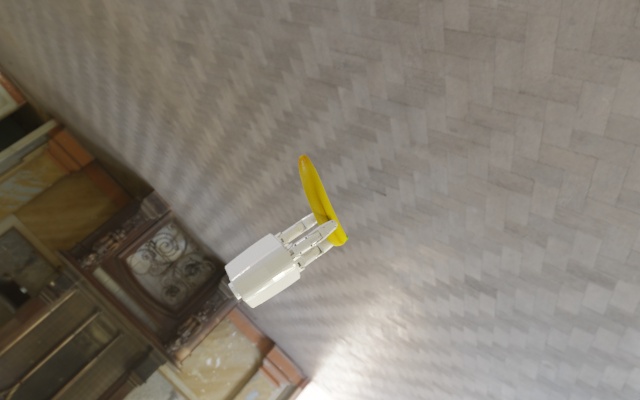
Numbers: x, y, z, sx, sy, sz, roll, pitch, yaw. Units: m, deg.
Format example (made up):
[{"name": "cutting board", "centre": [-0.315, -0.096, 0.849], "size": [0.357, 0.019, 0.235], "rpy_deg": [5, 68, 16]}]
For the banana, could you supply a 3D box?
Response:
[{"name": "banana", "centre": [0.003, 0.013, 0.868], "size": [0.037, 0.198, 0.069], "rpy_deg": [-24, 24, 4]}]
